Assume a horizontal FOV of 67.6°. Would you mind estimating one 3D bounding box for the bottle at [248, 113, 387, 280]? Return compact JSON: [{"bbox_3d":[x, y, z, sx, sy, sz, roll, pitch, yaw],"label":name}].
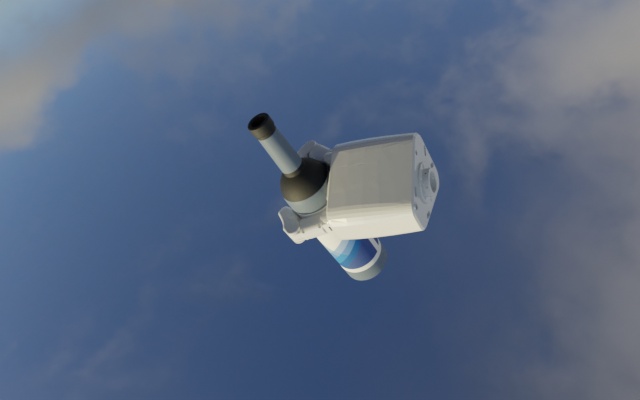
[{"bbox_3d":[0.000,0.002,0.615,0.069,0.069,0.296,0,-37,35],"label":"bottle"}]
